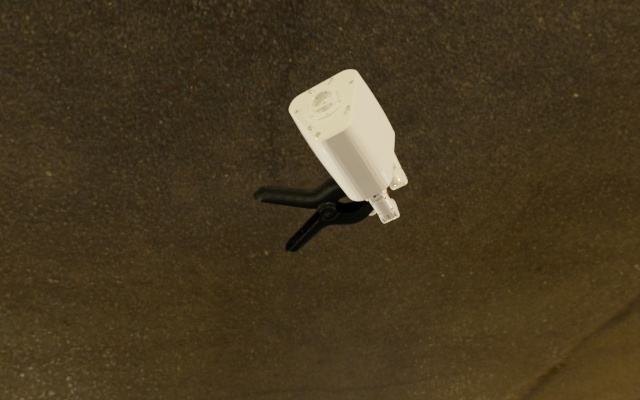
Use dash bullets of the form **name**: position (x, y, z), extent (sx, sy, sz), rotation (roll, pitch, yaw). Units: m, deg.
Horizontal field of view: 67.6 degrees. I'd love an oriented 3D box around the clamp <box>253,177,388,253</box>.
- **clamp**: position (0.000, 0.002, 0.633), extent (0.171, 0.039, 0.120), rotation (-26, -47, 14)
